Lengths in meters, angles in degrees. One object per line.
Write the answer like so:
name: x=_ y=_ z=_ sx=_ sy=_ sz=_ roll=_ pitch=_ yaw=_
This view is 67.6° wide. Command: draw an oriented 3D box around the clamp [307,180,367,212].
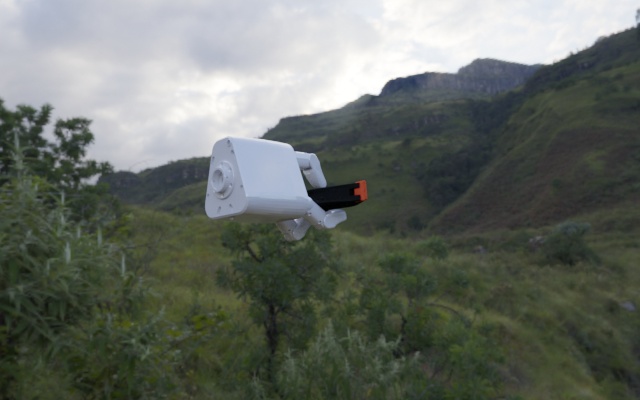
clamp: x=0.000 y=0.002 z=0.749 sx=0.210 sy=0.036 sz=0.164 roll=-12 pitch=-9 yaw=42
